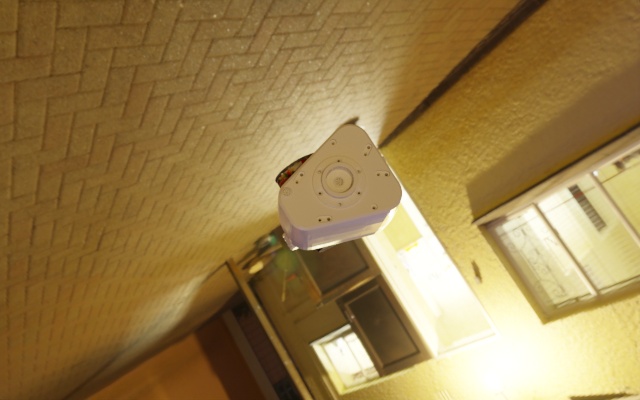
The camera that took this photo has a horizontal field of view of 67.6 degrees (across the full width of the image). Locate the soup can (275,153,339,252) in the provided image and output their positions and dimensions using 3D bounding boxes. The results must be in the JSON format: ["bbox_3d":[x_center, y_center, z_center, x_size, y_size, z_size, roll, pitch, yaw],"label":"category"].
[{"bbox_3d":[0.000,0.002,0.572,0.068,0.102,0.068,-30,-11,-6],"label":"soup can"}]
